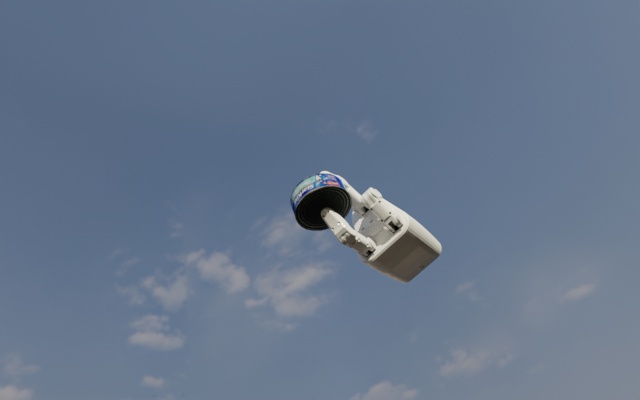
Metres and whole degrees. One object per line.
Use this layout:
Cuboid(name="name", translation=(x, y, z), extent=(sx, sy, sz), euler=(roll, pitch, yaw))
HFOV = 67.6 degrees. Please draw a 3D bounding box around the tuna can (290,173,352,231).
Cuboid(name="tuna can", translation=(0.000, 0.002, 0.696), extent=(0.086, 0.086, 0.033), euler=(0, 41, -23))
